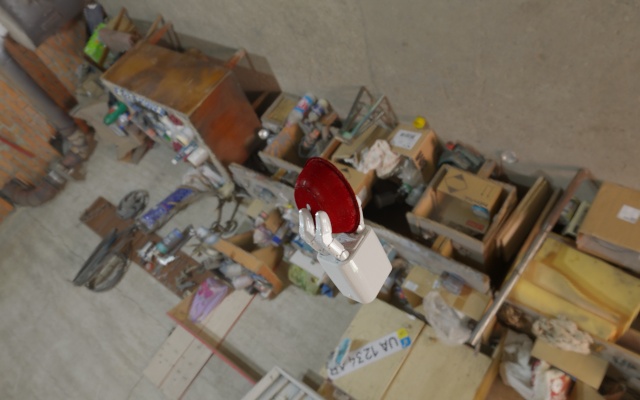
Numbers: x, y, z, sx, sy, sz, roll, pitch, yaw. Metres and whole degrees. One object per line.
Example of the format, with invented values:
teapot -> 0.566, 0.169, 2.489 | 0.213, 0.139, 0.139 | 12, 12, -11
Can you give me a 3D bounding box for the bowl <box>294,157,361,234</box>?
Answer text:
bowl -> -0.001, 0.002, 0.881 | 0.055, 0.162, 0.162 | -30, 15, -27
